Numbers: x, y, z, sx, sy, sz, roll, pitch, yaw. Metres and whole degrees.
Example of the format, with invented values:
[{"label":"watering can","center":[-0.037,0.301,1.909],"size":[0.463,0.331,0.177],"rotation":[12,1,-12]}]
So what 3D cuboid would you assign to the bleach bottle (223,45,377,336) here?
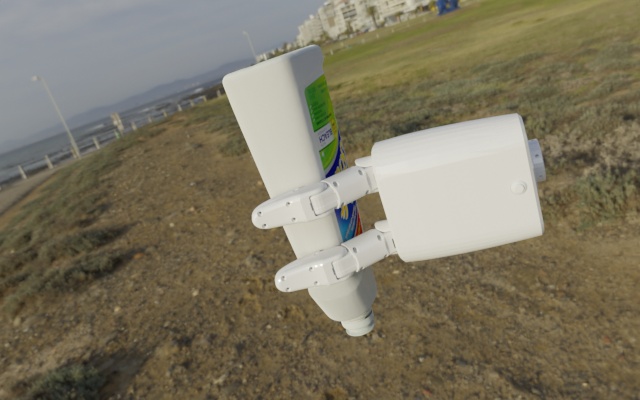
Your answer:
[{"label":"bleach bottle","center":[0.000,0.001,0.415],"size":[0.068,0.251,0.102],"rotation":[-12,19,21]}]
